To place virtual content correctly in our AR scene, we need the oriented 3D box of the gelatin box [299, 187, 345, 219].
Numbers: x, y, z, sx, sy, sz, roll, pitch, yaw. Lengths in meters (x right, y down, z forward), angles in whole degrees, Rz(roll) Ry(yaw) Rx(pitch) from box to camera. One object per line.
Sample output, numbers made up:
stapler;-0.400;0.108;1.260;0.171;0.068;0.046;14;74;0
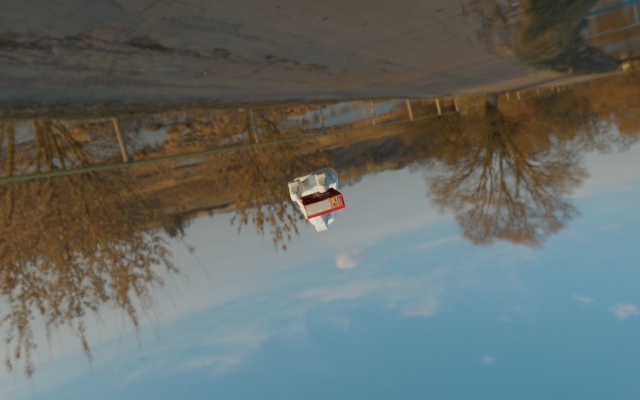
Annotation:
gelatin box;0.000;0.003;0.888;0.073;0.030;0.089;-17;13;-6
